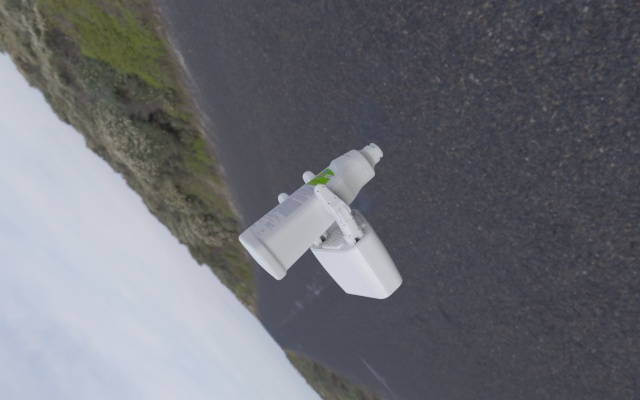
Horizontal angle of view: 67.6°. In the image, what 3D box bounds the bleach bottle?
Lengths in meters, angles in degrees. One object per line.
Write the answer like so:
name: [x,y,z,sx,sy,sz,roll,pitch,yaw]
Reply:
bleach bottle: [0.000,0.002,0.711,0.251,0.068,0.102,-41,26,-14]
